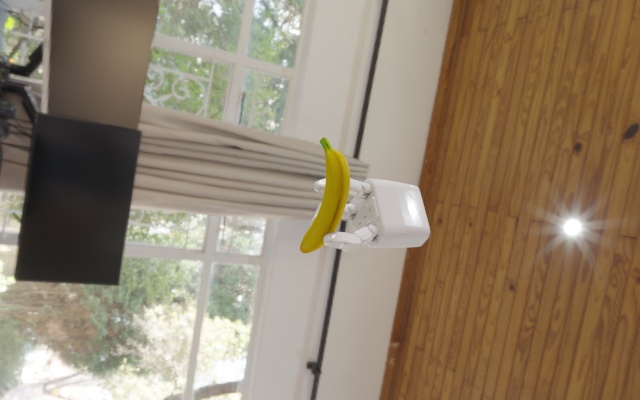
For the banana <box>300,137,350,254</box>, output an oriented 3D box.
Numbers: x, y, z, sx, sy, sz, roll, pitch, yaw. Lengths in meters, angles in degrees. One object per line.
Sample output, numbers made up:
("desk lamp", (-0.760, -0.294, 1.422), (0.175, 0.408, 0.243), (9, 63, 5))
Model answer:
("banana", (0.010, 0.007, 0.744), (0.037, 0.198, 0.069), (0, 23, -32))
